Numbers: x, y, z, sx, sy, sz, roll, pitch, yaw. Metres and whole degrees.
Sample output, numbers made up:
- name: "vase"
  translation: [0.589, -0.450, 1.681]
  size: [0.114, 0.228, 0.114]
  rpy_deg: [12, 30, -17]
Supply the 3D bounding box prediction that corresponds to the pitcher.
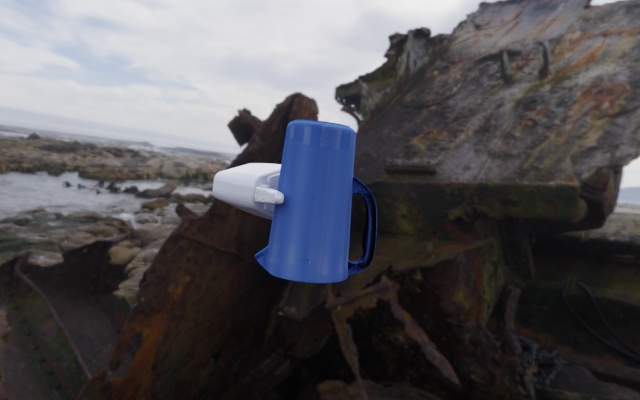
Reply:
- name: "pitcher"
  translation: [0.000, 0.002, 0.751]
  size: [0.145, 0.243, 0.149]
  rpy_deg: [10, 5, 39]
